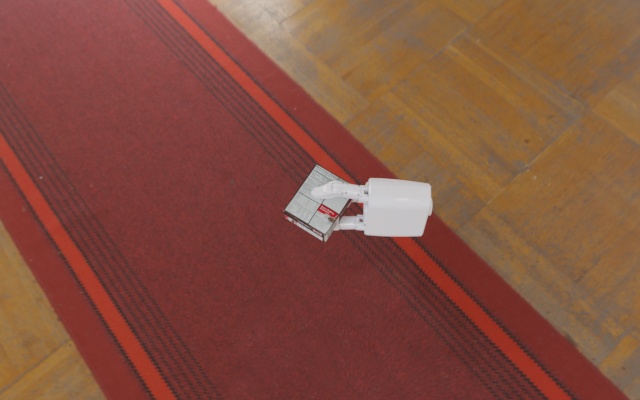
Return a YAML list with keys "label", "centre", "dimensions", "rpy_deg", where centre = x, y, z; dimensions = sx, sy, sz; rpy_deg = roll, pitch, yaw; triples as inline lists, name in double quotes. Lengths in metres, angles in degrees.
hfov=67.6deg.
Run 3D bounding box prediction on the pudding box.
- label: "pudding box"
  centre: [0.000, 0.003, 0.851]
  dimensions: [0.090, 0.113, 0.039]
  rpy_deg: [31, -20, 11]
